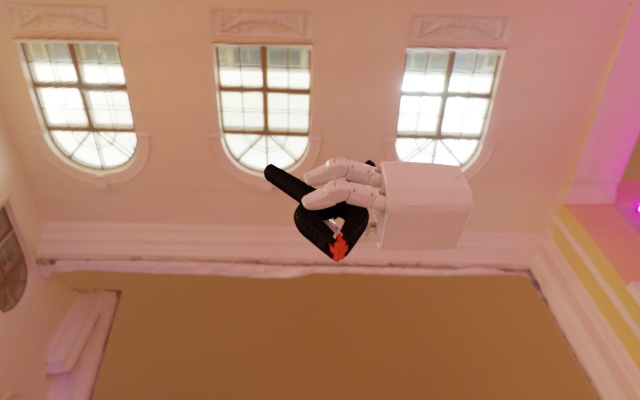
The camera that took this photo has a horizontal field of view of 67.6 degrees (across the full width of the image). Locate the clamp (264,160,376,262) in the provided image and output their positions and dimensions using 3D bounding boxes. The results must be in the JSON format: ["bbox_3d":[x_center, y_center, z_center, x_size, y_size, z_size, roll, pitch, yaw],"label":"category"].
[{"bbox_3d":[0.000,0.003,0.630,0.164,0.036,0.209,0,33,0],"label":"clamp"}]
